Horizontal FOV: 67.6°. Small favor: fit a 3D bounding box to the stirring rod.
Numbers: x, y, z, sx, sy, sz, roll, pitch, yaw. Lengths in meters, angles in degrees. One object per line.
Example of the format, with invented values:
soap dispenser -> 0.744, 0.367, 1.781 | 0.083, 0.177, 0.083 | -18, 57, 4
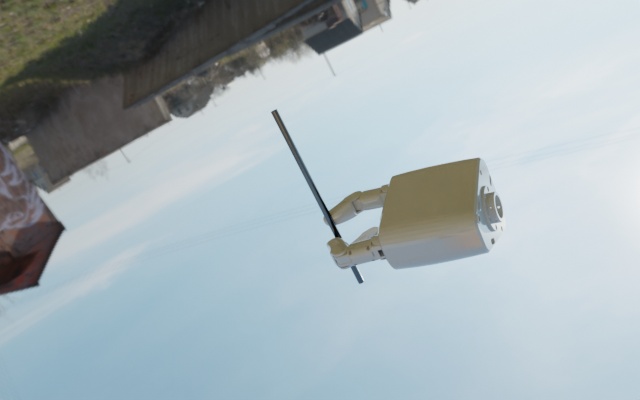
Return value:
stirring rod -> 0.000, 0.002, 0.568 | 0.011, 0.239, 0.011 | -24, 19, 9
